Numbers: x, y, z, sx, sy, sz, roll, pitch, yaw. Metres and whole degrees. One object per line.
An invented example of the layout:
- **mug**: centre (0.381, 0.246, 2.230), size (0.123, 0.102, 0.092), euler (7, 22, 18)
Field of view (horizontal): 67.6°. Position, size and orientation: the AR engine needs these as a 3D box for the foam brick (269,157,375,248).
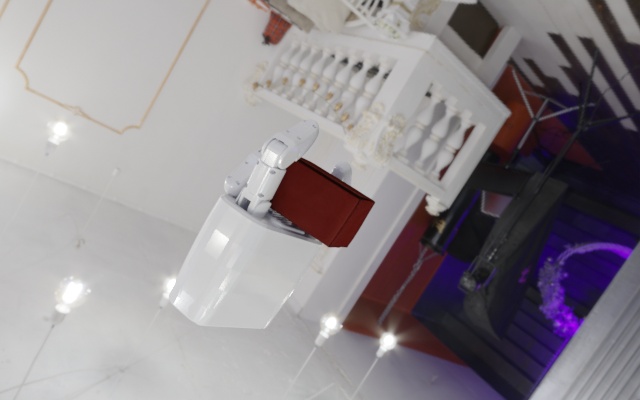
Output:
- **foam brick**: centre (0.000, 0.001, 0.428), size (0.078, 0.051, 0.053), euler (33, 6, 21)
